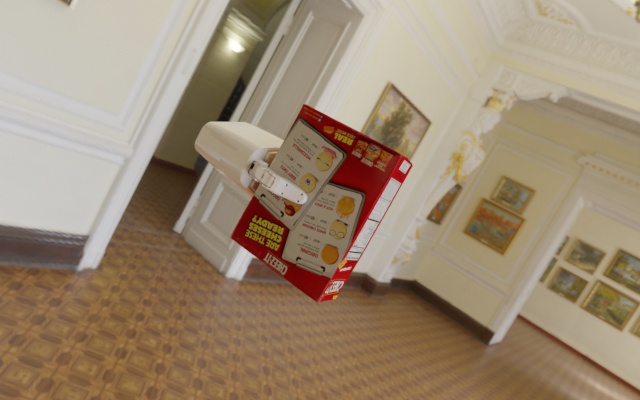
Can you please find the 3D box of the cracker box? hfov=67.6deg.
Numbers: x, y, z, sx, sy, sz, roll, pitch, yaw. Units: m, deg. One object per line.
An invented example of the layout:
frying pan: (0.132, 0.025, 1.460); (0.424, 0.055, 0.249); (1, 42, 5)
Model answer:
cracker box: (0.000, 0.002, 0.647); (0.164, 0.214, 0.072); (32, 7, 26)
